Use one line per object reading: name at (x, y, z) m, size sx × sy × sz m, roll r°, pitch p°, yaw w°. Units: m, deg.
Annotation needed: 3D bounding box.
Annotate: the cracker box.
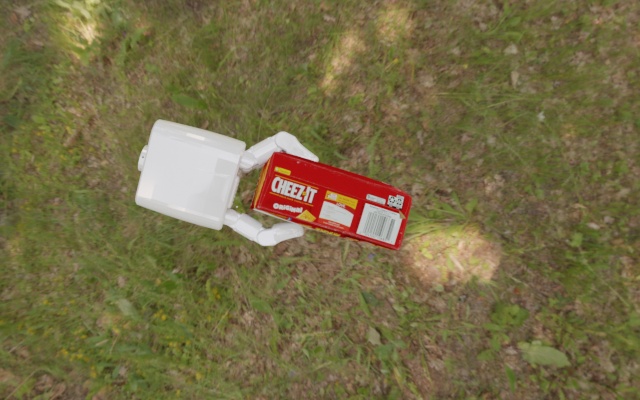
cracker box at (0.000, 0.002, 0.609) m, size 0.164 × 0.072 × 0.213 m, roll 17°, pitch -4°, yaw -9°
